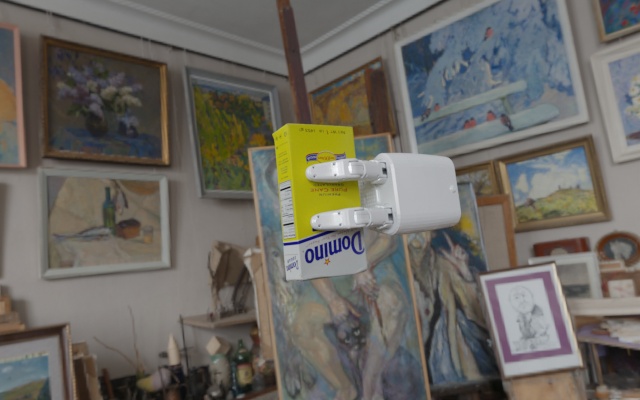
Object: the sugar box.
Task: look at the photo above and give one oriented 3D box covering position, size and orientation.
[{"bbox_3d":[0.000,0.002,0.560,0.093,0.176,0.048,-3,-9,-30],"label":"sugar box"}]
